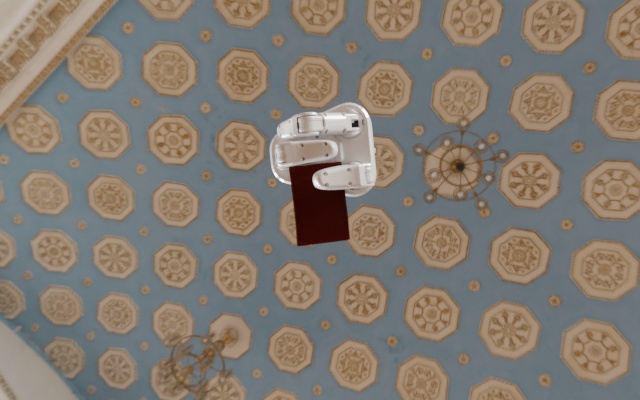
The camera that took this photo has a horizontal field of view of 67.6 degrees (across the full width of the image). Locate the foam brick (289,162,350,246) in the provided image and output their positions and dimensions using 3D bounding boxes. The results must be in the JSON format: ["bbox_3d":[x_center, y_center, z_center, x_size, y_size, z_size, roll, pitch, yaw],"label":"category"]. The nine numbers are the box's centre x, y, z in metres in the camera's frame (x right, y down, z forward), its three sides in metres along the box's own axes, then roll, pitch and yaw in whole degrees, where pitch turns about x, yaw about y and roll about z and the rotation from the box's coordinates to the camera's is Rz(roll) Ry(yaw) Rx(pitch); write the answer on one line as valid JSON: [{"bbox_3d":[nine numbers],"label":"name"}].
[{"bbox_3d":[0.000,0.002,0.477,0.053,0.078,0.051,-5,3,2],"label":"foam brick"}]
